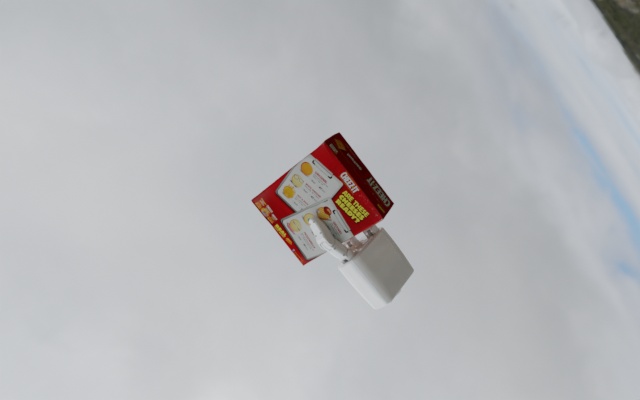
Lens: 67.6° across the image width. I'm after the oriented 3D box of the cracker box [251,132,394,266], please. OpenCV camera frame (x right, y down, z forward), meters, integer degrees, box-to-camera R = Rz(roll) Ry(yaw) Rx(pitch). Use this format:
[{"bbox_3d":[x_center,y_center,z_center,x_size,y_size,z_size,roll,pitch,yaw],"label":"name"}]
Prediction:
[{"bbox_3d":[0.000,0.003,0.870,0.214,0.164,0.072,-35,6,37],"label":"cracker box"}]
